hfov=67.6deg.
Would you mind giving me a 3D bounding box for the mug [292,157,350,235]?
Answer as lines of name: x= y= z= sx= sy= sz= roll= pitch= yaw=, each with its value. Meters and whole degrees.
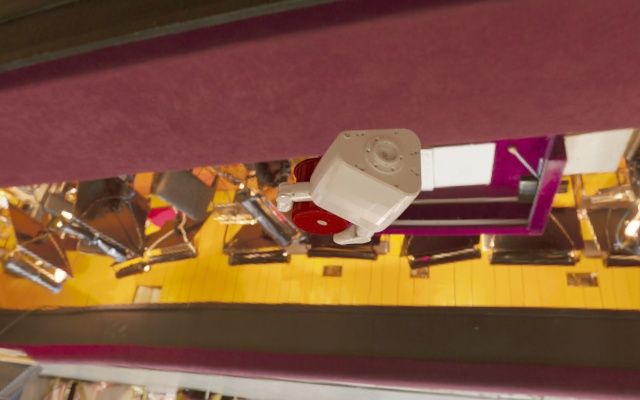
mug: x=0.000 y=0.003 z=0.691 sx=0.093 sy=0.081 sz=0.117 roll=12 pitch=-28 yaw=-11
